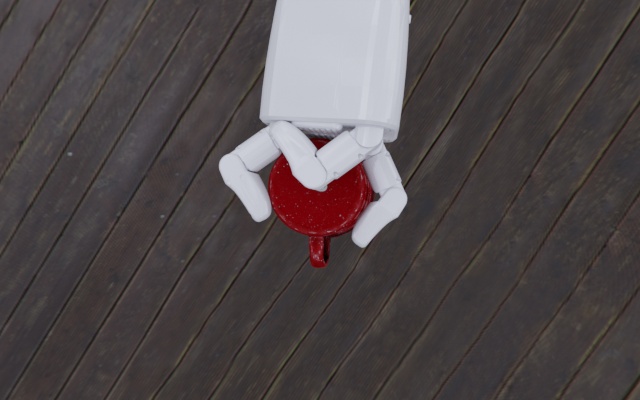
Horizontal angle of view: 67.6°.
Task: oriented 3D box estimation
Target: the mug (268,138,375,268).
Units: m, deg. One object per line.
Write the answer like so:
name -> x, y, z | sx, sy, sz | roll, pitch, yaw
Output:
mug -> 0.000, 0.003, 0.424 | 0.093, 0.117, 0.081 | 5, 0, 7
